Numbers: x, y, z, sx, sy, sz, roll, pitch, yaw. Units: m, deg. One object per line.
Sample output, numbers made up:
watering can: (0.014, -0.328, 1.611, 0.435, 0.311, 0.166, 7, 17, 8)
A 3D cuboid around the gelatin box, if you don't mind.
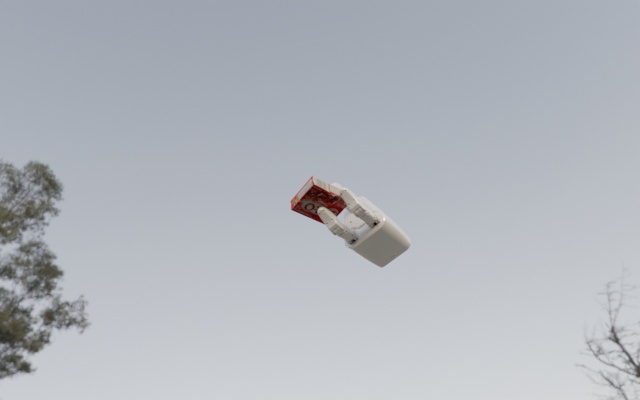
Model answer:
gelatin box: (0.000, 0.002, 0.895, 0.089, 0.030, 0.073, 26, -57, -28)
